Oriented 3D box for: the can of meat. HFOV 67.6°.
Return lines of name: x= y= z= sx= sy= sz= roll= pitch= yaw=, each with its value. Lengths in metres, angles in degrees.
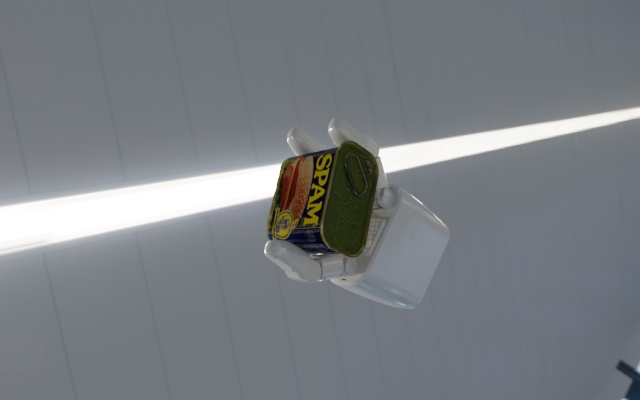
can of meat: x=0.000 y=0.002 z=0.452 sx=0.084 sy=0.102 sz=0.057 roll=-7 pitch=-25 yaw=46
